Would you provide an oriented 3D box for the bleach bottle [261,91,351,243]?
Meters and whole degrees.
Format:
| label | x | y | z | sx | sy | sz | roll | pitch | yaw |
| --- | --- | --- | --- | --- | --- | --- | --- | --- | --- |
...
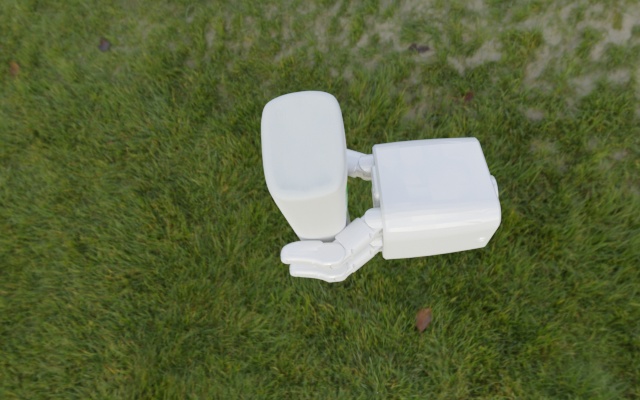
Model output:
| label | x | y | z | sx | sy | sz | roll | pitch | yaw |
| --- | --- | --- | --- | --- | --- | --- | --- | --- | --- |
| bleach bottle | 0.000 | 0.002 | 0.491 | 0.068 | 0.102 | 0.251 | -7 | -22 | 5 |
